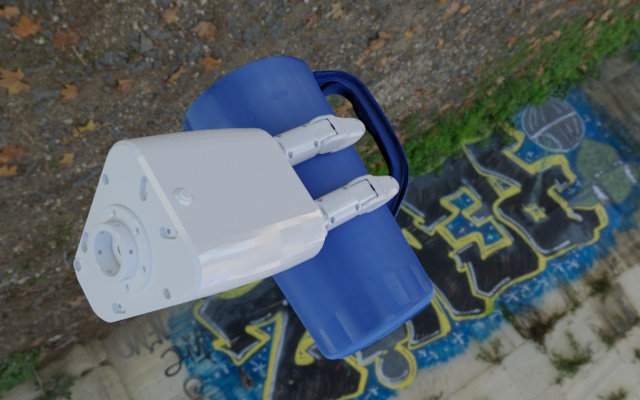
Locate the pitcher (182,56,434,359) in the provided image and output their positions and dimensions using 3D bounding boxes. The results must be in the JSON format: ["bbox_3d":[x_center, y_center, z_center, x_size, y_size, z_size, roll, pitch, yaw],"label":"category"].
[{"bbox_3d":[0.000,0.001,0.422,0.149,0.242,0.145,-39,-14,30],"label":"pitcher"}]
